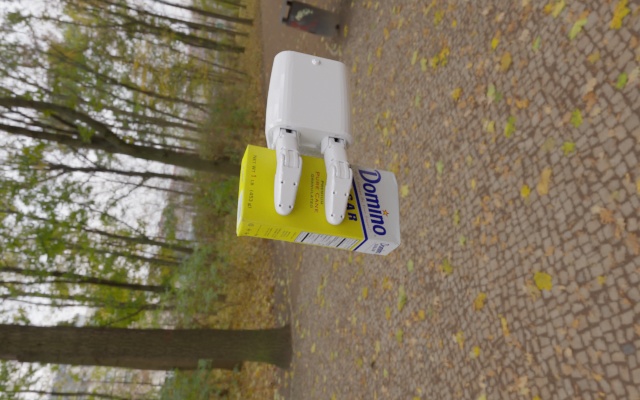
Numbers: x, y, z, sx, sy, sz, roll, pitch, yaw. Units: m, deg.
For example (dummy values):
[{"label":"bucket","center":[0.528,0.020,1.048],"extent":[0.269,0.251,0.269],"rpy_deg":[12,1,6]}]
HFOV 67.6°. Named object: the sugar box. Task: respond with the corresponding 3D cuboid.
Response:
[{"label":"sugar box","center":[0.000,0.001,0.524],"extent":[0.176,0.093,0.048],"rpy_deg":[8,-27,-14]}]
